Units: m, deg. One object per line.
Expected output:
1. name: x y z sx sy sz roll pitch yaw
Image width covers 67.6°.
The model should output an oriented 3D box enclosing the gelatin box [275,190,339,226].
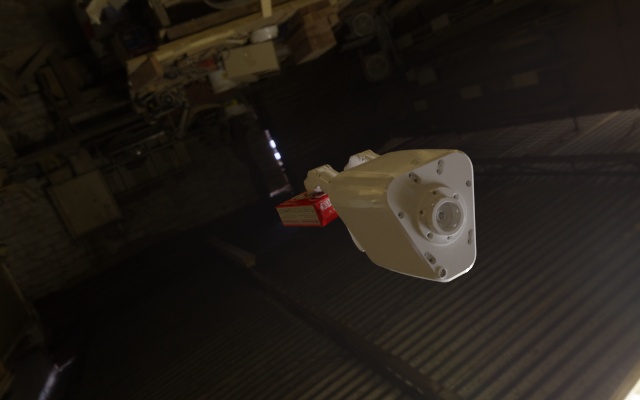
1. gelatin box: 0.000 0.002 0.569 0.073 0.030 0.089 -30 14 -32
